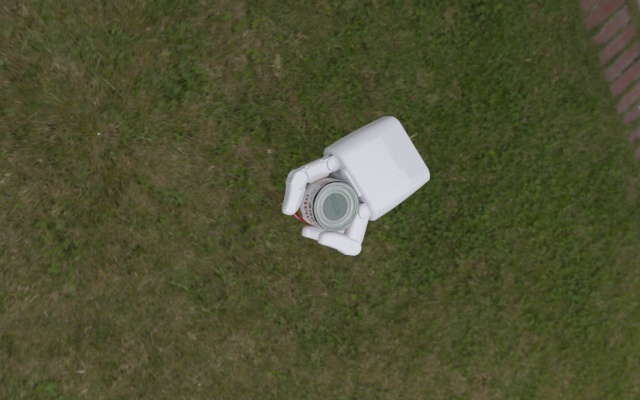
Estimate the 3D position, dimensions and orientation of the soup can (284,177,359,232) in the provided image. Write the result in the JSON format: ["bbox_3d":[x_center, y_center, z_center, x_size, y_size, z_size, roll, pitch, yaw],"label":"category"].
[{"bbox_3d":[0.000,0.002,0.651,0.068,0.068,0.102,0,7,-25],"label":"soup can"}]
